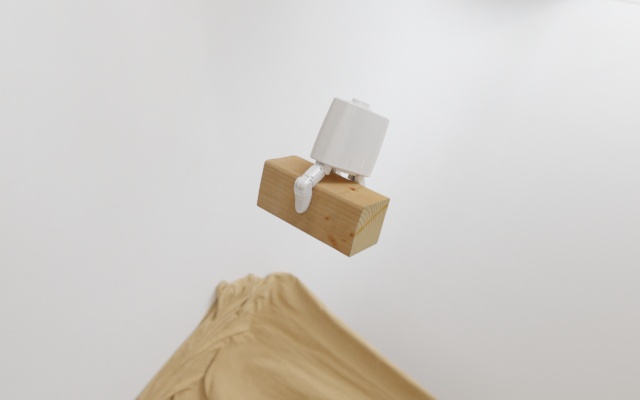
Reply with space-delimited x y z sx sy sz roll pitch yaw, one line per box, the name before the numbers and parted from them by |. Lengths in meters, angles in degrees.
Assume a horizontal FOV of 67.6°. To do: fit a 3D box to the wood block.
wood block | 0.000 0.002 0.816 0.206 0.090 0.091 27 25 30
